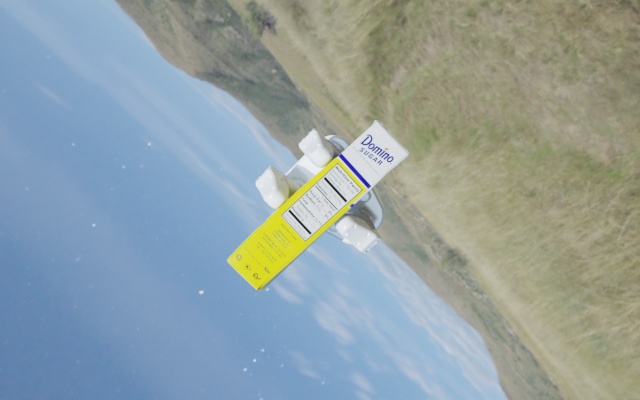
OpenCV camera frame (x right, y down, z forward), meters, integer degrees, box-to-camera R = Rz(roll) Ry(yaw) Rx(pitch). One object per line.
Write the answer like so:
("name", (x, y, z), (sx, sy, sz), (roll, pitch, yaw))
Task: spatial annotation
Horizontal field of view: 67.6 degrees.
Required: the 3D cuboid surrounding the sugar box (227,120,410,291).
("sugar box", (0.000, 0.001, 0.438), (0.176, 0.048, 0.093), (-45, 1, 9))
